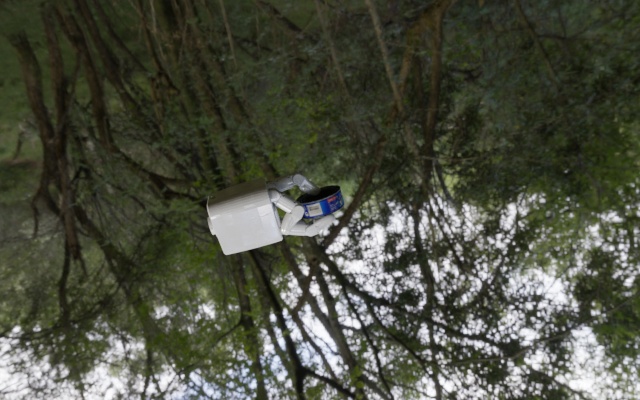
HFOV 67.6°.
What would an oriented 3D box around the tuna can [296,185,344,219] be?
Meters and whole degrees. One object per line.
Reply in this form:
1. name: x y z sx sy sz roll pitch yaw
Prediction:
1. tuna can: 0.000 0.003 0.880 0.086 0.034 0.086 -17 15 5
